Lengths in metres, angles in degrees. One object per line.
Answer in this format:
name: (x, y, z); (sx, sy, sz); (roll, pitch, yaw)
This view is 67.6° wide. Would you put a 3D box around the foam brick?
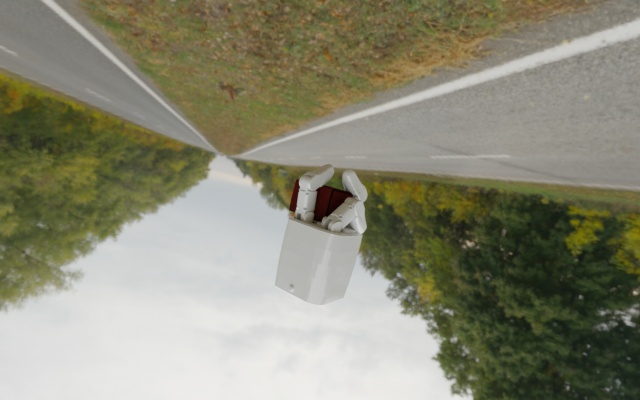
foam brick: (0.000, 0.002, 0.723); (0.078, 0.051, 0.053); (17, 5, 41)
